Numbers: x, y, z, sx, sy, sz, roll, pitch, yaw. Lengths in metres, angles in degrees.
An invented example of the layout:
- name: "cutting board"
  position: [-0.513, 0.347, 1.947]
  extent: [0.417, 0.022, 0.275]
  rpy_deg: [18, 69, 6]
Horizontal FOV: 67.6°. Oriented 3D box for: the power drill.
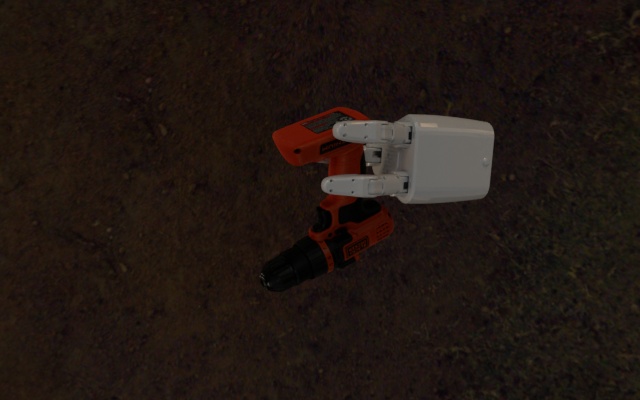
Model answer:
- name: "power drill"
  position: [0.000, 0.001, 0.544]
  extent: [0.184, 0.188, 0.057]
  rpy_deg: [-27, 39, -25]
